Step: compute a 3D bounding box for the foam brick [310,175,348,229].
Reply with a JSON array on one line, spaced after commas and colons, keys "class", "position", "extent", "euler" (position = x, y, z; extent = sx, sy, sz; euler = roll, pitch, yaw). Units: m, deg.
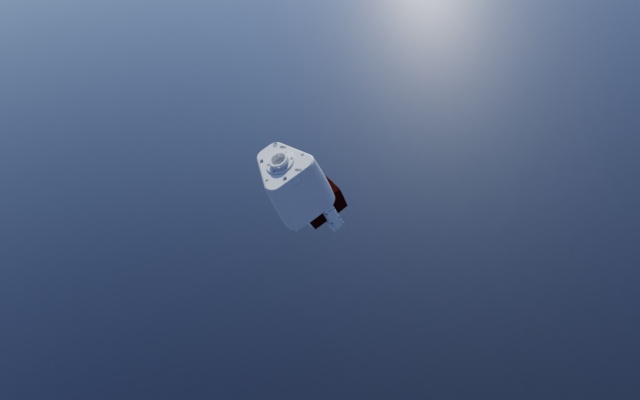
[{"class": "foam brick", "position": [0.000, 0.003, 0.874], "extent": [0.078, 0.051, 0.053], "euler": [-37, 47, -9]}]
